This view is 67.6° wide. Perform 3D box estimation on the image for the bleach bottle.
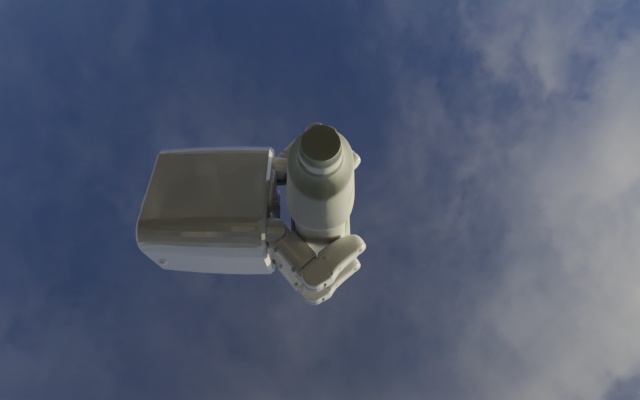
[{"bbox_3d":[0.000,0.002,0.442,0.068,0.102,0.251,0,-23,0],"label":"bleach bottle"}]
